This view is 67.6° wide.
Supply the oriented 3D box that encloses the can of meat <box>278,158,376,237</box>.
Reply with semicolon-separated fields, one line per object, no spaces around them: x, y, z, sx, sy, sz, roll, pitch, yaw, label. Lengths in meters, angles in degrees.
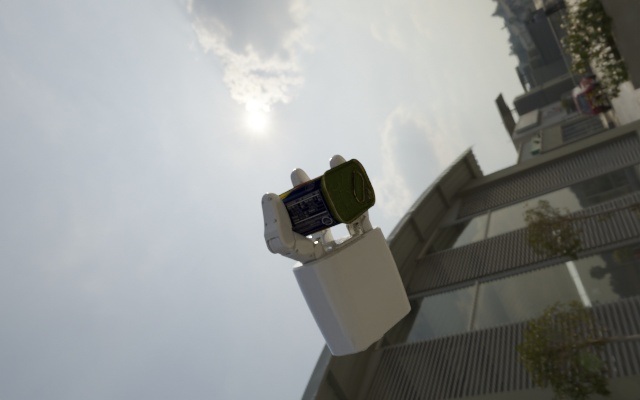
0.000;0.002;0.515;0.084;0.057;0.102;-23;4;30;can of meat
